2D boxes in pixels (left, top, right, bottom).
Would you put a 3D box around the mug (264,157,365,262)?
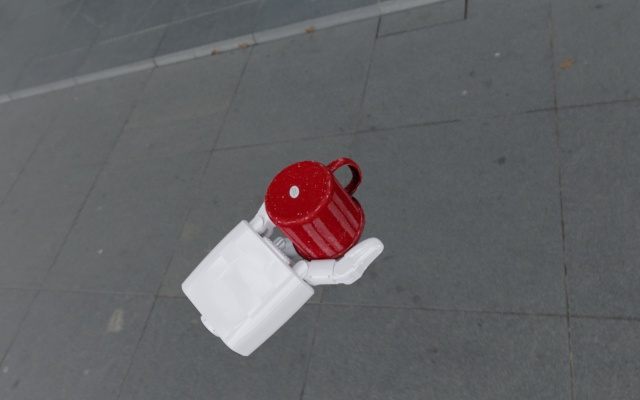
[{"bbox_3d":[0.001,0.001,0.523,0.093,0.117,0.081,40,-7,40],"label":"mug"}]
